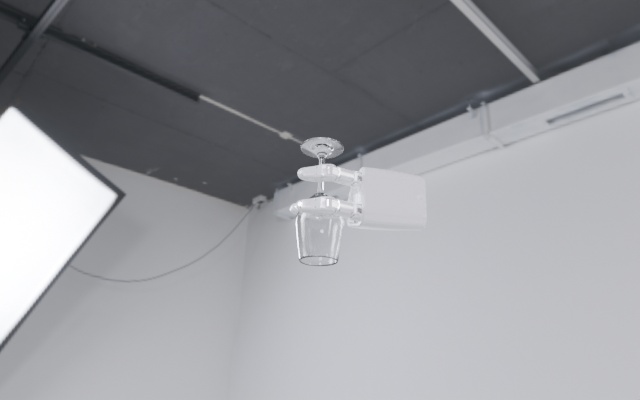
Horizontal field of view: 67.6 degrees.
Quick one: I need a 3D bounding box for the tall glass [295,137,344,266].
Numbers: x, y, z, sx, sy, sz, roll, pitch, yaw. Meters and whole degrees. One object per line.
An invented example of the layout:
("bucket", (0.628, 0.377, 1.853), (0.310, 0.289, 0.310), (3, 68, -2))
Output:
("tall glass", (0.000, 0.002, 0.781), (0.079, 0.201, 0.079), (2, -21, 1))
